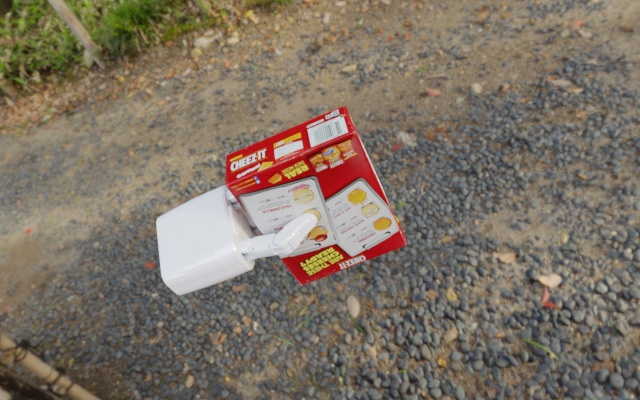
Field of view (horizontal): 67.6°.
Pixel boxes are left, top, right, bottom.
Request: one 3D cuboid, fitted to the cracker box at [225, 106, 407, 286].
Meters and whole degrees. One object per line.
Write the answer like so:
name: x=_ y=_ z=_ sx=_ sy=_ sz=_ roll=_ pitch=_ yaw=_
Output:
cracker box: x=0.000 y=0.002 z=0.623 sx=0.164 sy=0.072 sz=0.214 roll=-22 pitch=-48 yaw=10
